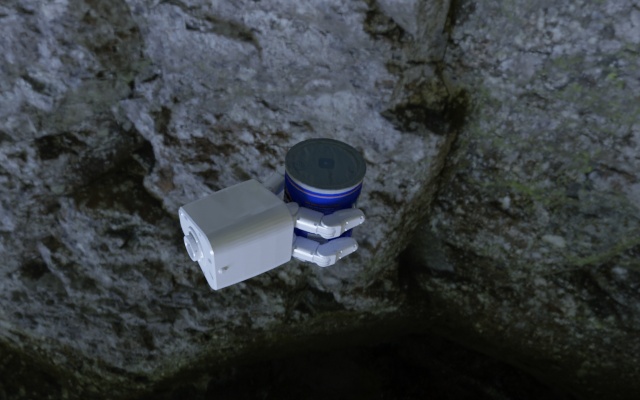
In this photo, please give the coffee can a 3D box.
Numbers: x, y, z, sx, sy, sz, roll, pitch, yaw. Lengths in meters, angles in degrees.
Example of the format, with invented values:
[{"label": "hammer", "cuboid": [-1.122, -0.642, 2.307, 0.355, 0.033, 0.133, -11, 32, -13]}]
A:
[{"label": "coffee can", "cuboid": [0.000, 0.002, 0.643, 0.103, 0.140, 0.102, 4, 44, -4]}]
